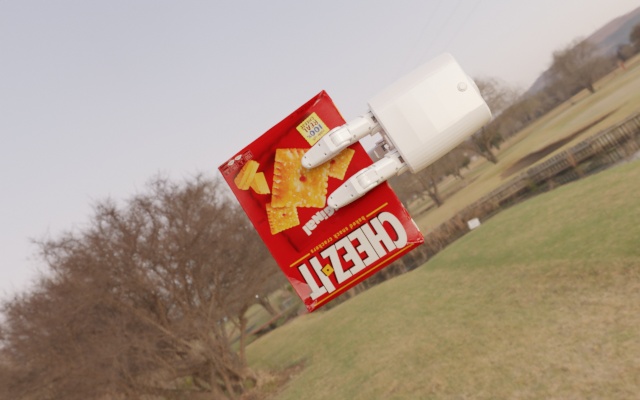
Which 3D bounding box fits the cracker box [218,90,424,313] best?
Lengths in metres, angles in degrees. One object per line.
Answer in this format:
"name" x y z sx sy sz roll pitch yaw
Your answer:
"cracker box" 0.000 0.002 0.584 0.164 0.213 0.072 -34 -5 9
